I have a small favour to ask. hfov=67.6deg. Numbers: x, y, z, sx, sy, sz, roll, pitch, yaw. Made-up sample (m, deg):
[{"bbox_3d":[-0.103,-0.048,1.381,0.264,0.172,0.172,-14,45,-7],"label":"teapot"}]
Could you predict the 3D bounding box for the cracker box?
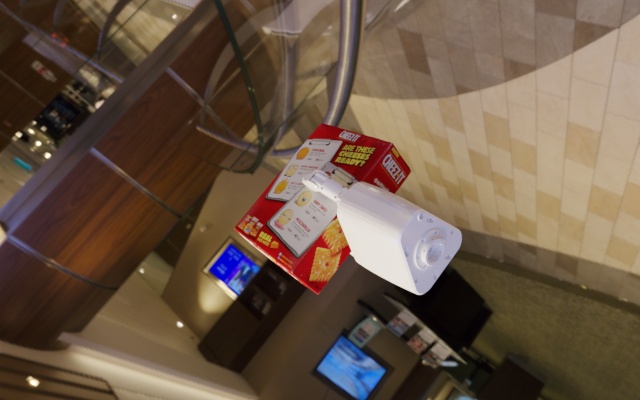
[{"bbox_3d":[0.000,0.002,0.680,0.164,0.213,0.072,27,-16,49],"label":"cracker box"}]
